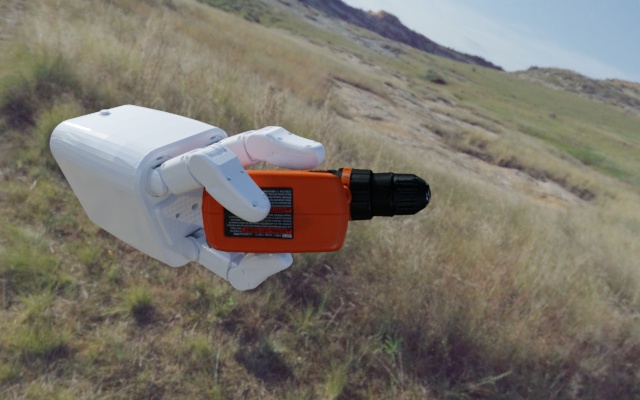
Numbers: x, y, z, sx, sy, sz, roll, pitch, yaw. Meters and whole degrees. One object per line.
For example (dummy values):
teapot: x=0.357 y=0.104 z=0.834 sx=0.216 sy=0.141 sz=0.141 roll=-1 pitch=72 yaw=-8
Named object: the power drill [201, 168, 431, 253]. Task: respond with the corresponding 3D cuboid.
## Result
power drill: x=0.000 y=0.001 z=0.403 sx=0.184 sy=0.057 sz=0.187 roll=-2 pitch=3 yaw=12
